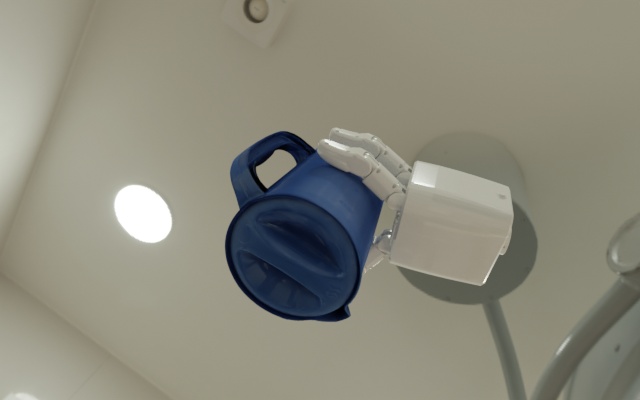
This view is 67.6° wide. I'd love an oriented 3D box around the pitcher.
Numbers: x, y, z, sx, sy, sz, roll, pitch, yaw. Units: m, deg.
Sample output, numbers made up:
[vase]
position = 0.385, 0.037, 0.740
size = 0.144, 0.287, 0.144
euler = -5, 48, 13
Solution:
[pitcher]
position = 0.000, 0.002, 0.531
size = 0.145, 0.149, 0.242
euler = 15, 28, 11
